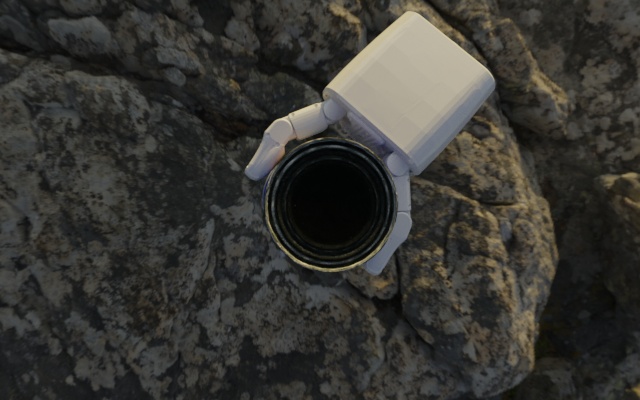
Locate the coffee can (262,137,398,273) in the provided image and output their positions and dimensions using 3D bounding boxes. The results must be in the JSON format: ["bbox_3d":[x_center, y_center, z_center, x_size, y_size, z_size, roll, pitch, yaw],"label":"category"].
[{"bbox_3d":[0.000,0.001,0.427,0.103,0.103,0.140,0,2,-7],"label":"coffee can"}]
